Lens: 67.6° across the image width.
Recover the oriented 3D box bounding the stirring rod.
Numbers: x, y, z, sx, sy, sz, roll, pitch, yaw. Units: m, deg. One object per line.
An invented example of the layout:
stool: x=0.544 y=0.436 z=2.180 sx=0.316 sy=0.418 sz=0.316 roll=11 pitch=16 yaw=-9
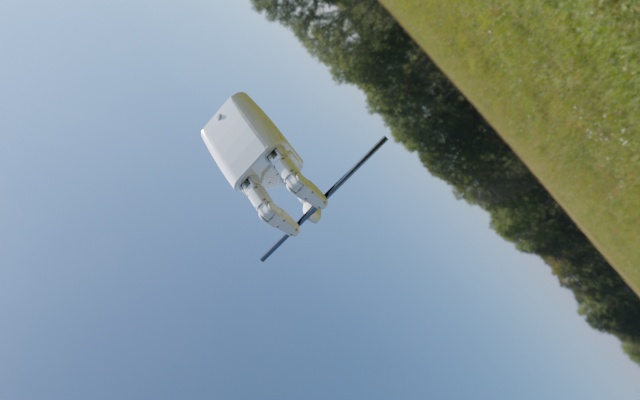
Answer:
stirring rod: x=0.000 y=0.002 z=0.631 sx=0.239 sy=0.011 sz=0.011 roll=-45 pitch=-16 yaw=17
